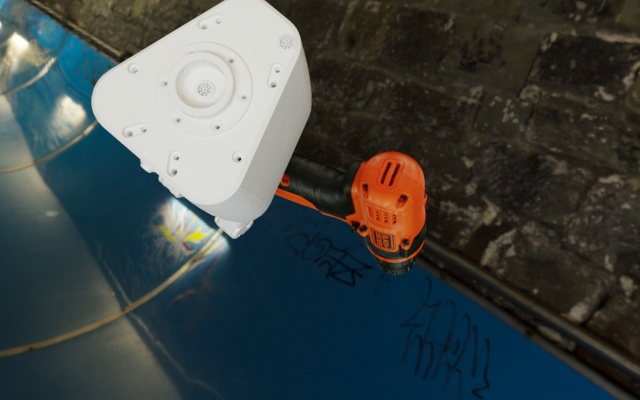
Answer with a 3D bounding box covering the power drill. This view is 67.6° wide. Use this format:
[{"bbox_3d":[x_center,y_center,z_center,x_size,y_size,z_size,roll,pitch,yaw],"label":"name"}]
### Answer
[{"bbox_3d":[0.000,0.001,0.416,0.187,0.057,0.184,16,-23,17],"label":"power drill"}]
